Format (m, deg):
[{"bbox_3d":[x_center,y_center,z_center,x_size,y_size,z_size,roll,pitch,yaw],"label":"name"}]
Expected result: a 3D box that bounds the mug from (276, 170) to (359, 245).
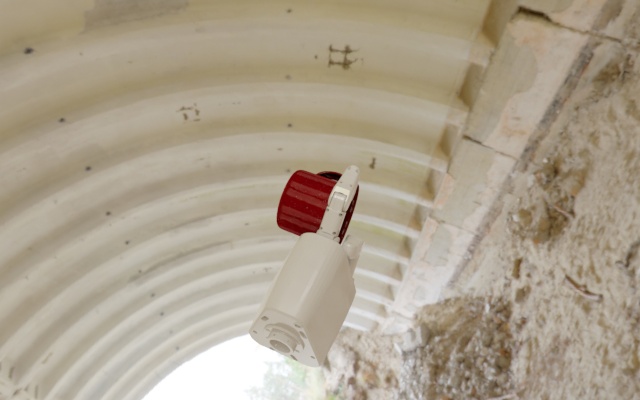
[{"bbox_3d":[0.000,0.001,0.617,0.081,0.117,0.093,20,-40,11],"label":"mug"}]
